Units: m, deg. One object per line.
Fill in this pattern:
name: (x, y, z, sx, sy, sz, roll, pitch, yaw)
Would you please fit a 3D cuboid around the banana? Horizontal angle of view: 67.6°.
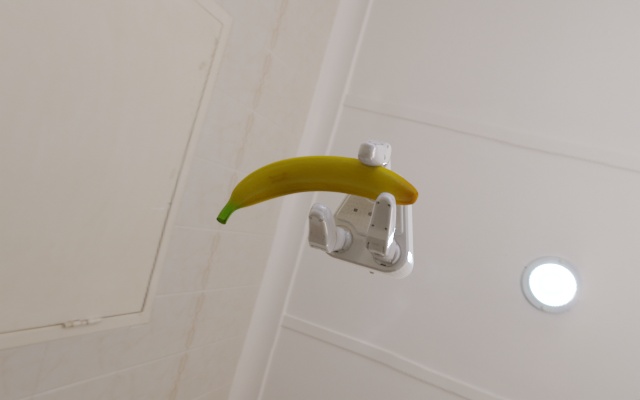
banana: (-0.004, -0.015, 0.481, 0.198, 0.069, 0.037, -7, -24, 8)
